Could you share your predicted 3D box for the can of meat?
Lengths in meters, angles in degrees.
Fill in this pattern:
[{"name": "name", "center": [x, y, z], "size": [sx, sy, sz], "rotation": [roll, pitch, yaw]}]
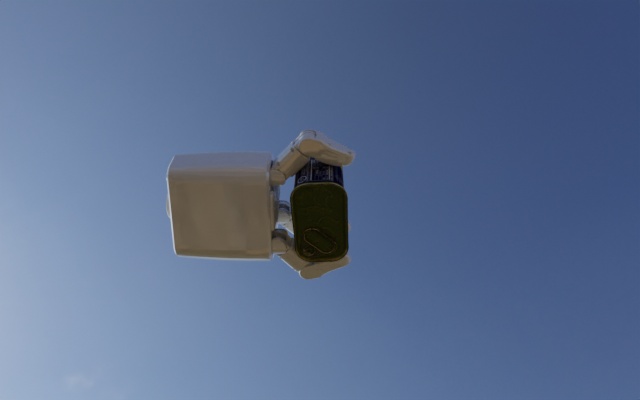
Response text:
[{"name": "can of meat", "center": [0.000, 0.001, 0.521], "size": [0.057, 0.102, 0.084], "rotation": [-2, 35, 2]}]
